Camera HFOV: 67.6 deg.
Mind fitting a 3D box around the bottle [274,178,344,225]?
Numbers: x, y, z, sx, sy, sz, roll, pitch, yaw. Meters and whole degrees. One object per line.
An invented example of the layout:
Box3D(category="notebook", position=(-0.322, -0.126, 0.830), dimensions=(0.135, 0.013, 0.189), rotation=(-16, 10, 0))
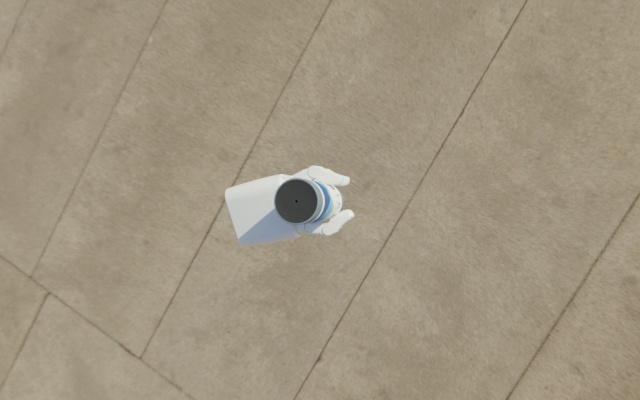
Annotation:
Box3D(category="bottle", position=(0.000, 0.003, 0.810), dimensions=(0.069, 0.069, 0.296), rotation=(0, -1, 13))
